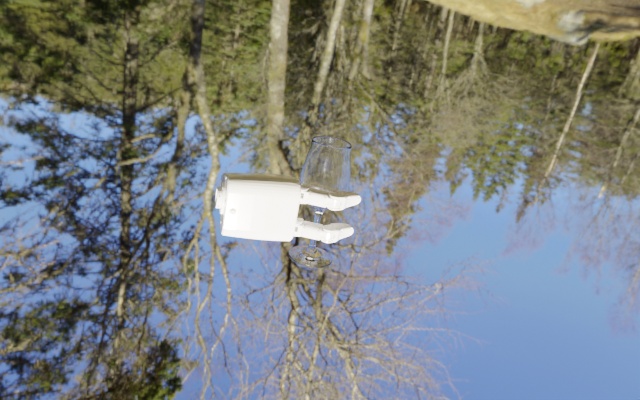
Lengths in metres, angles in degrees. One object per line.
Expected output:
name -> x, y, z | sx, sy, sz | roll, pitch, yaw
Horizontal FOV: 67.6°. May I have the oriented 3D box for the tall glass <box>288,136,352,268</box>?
tall glass -> 0.000, 0.003, 0.759 | 0.079, 0.201, 0.079 | 10, 21, -4
